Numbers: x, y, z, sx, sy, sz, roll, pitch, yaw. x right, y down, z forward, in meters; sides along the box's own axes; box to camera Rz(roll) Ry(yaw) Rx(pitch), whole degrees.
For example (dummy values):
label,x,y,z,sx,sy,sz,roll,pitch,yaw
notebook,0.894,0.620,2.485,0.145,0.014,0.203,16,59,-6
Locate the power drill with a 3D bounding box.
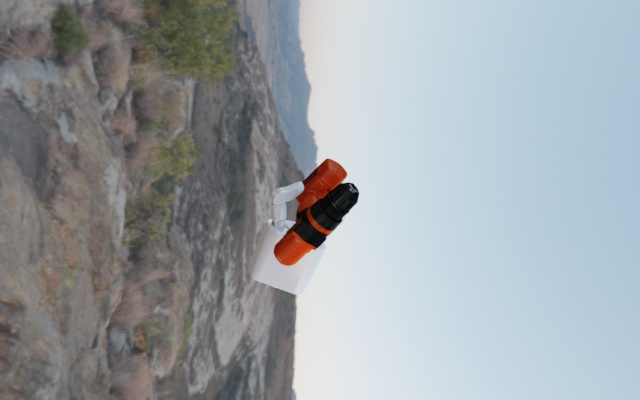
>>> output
label,x,y,z,sx,sy,sz,roll,pitch,yaw
power drill,0.000,0.003,0.800,0.184,0.057,0.187,-43,15,27
